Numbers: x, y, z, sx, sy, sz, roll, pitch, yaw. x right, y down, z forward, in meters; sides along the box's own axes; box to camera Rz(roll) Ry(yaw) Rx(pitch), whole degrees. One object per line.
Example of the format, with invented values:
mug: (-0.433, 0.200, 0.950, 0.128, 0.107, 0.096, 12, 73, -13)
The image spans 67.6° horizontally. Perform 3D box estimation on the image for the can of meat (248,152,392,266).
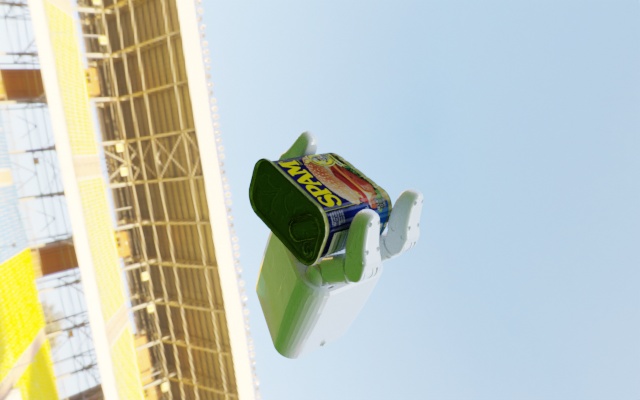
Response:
can of meat: (0.000, 0.001, 0.423, 0.084, 0.057, 0.102, -13, 43, -40)
